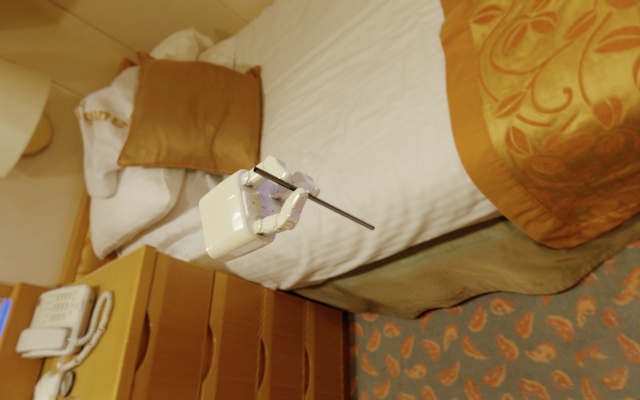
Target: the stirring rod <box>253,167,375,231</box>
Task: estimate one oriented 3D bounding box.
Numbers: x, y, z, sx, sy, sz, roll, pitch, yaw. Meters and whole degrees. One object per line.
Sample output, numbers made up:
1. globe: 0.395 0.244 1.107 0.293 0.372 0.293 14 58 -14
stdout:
1. stirring rod: 0.000 0.002 0.686 0.239 0.011 0.011 27 -18 -39
